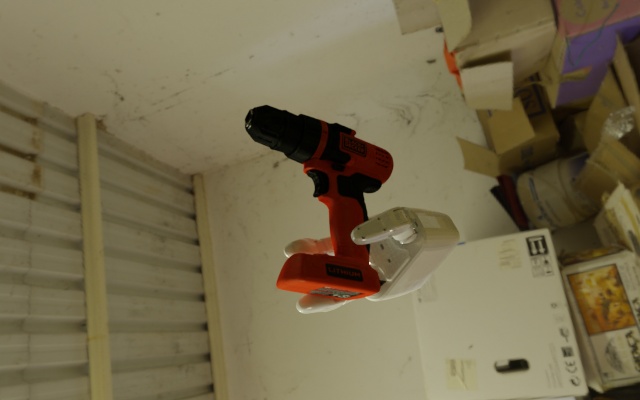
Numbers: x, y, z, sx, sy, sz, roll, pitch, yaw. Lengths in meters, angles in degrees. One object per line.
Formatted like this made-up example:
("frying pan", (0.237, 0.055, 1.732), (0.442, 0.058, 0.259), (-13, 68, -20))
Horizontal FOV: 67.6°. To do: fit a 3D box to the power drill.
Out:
("power drill", (0.000, 0.002, 0.499), (0.184, 0.187, 0.057), (16, -25, -28))
